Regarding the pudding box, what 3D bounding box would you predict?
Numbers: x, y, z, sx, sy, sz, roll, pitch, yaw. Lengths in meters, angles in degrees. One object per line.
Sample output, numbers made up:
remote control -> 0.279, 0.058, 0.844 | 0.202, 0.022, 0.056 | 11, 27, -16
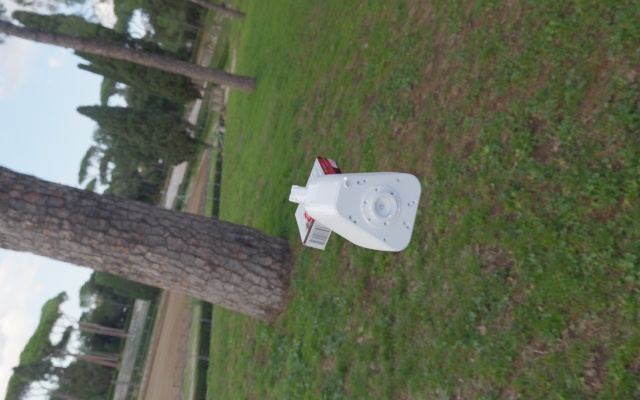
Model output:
pudding box -> 0.000, 0.002, 0.720 | 0.039, 0.113, 0.090 | 15, 24, -18
